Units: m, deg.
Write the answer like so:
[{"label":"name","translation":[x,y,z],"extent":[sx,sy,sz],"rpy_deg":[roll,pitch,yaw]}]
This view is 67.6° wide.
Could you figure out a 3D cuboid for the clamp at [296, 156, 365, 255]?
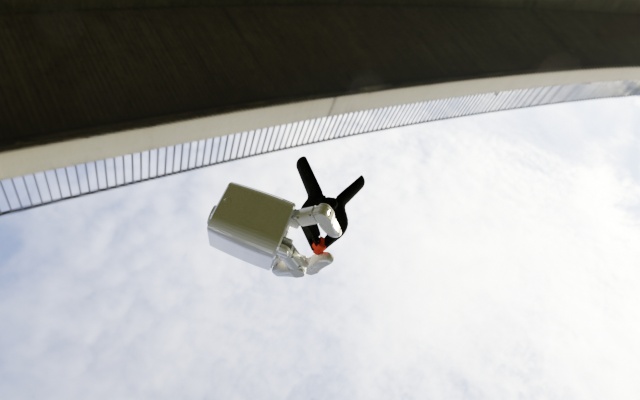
[{"label":"clamp","translation":[0.000,0.003,0.762],"extent":[0.120,0.171,0.039],"rpy_deg":[20,-40,-1]}]
